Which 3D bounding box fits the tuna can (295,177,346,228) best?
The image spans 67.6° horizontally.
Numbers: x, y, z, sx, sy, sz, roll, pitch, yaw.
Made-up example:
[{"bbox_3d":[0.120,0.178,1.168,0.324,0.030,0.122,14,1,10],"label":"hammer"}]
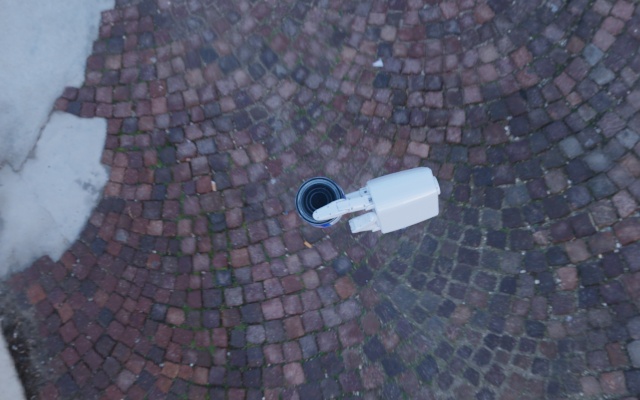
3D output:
[{"bbox_3d":[0.000,0.003,0.821,0.086,0.086,0.034,0,-8,11],"label":"tuna can"}]
